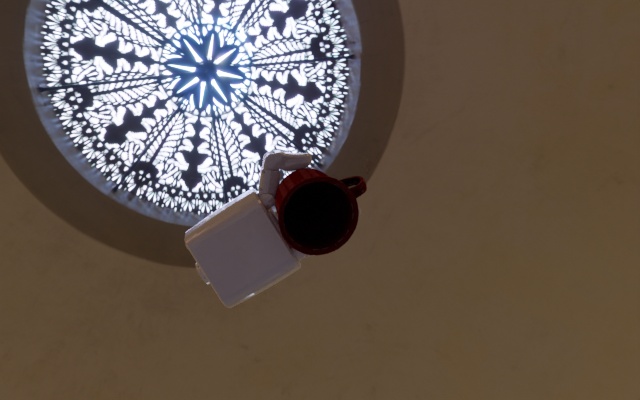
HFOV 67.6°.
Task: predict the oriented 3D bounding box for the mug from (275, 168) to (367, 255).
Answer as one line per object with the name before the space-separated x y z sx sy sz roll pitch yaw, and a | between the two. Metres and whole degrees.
mug | 0.001 0.001 0.573 0.117 0.093 0.081 -30 20 -4
